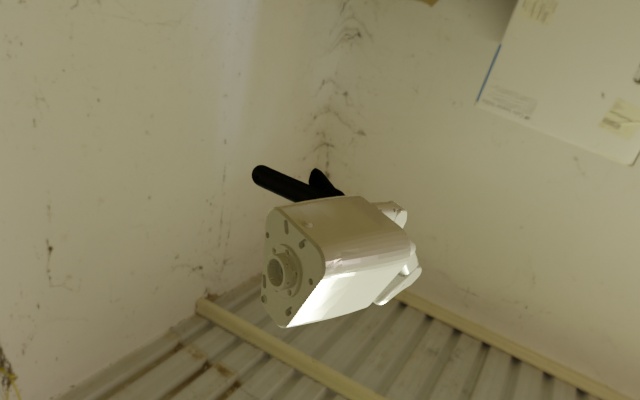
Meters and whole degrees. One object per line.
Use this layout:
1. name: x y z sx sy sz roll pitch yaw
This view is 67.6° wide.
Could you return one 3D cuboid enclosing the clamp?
1. clamp: 0.000 0.002 0.558 0.120 0.039 0.171 -3 28 -41
